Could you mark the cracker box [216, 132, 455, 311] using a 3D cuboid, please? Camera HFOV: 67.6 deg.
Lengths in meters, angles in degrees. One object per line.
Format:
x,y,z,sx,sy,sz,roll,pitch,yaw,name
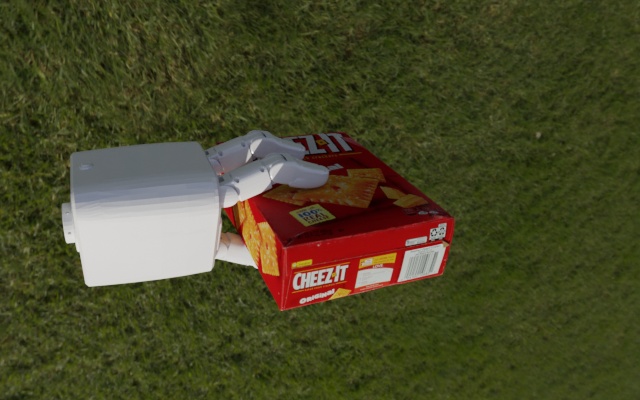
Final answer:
0.000,0.002,0.474,0.164,0.072,0.213,-8,32,-24,cracker box
